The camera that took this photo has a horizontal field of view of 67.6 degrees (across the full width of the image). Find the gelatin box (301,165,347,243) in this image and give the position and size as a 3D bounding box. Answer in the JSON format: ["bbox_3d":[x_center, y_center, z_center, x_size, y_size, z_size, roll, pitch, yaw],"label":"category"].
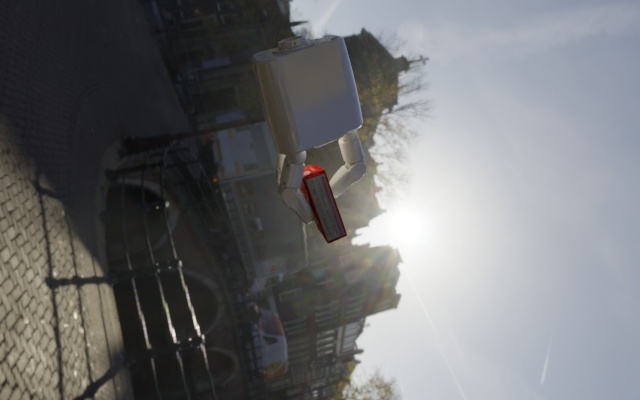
[{"bbox_3d":[0.001,0.002,0.605,0.030,0.089,0.073,-22,13,-5],"label":"gelatin box"}]
